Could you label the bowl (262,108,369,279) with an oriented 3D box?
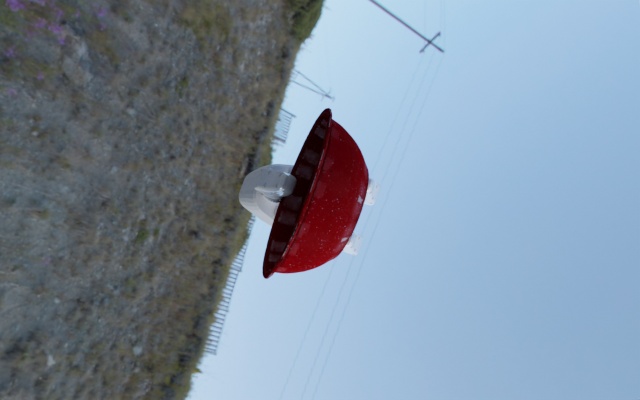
[{"bbox_3d":[0.001,0.002,0.432,0.055,0.162,0.162,21,-4,-10],"label":"bowl"}]
